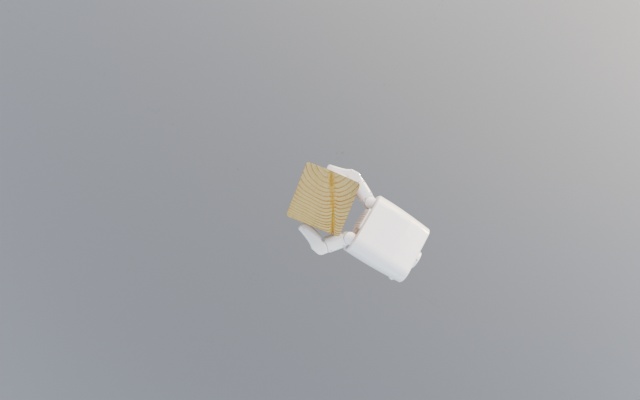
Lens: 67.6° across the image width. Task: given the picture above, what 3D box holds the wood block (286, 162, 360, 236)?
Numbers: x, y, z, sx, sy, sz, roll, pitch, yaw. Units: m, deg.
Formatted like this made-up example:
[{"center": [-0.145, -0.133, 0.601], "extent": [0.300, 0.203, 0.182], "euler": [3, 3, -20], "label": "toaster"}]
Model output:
[{"center": [0.001, 0.003, 0.822], "extent": [0.090, 0.091, 0.206], "euler": [22, -4, -1], "label": "wood block"}]
